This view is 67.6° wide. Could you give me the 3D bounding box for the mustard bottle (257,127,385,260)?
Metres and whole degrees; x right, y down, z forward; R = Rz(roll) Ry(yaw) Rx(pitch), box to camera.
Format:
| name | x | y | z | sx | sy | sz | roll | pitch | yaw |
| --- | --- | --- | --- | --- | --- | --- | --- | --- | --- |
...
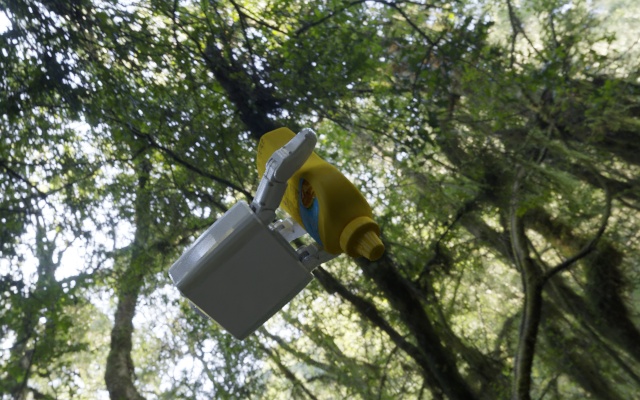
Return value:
| name | x | y | z | sx | sy | sz | roll | pitch | yaw |
| --- | --- | --- | --- | --- | --- | --- | --- | --- | --- |
| mustard bottle | 0.000 | 0.001 | 0.502 | 0.058 | 0.096 | 0.191 | -24 | 42 | -23 |
